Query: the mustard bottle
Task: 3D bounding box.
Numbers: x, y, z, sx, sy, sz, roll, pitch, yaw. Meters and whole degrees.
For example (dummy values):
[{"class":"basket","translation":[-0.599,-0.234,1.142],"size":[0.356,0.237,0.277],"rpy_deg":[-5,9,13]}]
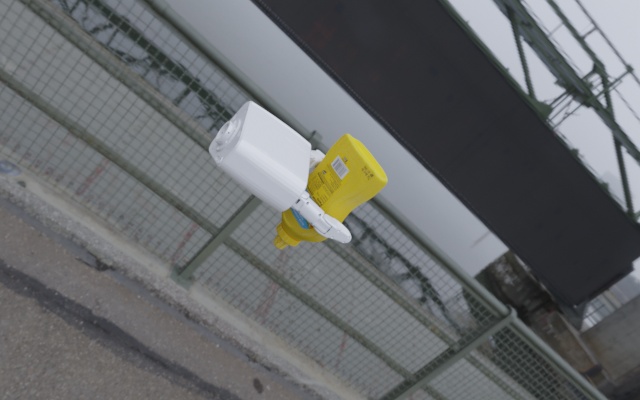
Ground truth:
[{"class":"mustard bottle","translation":[0.001,0.002,0.680],"size":[0.192,0.096,0.058],"rpy_deg":[-45,-37,18]}]
